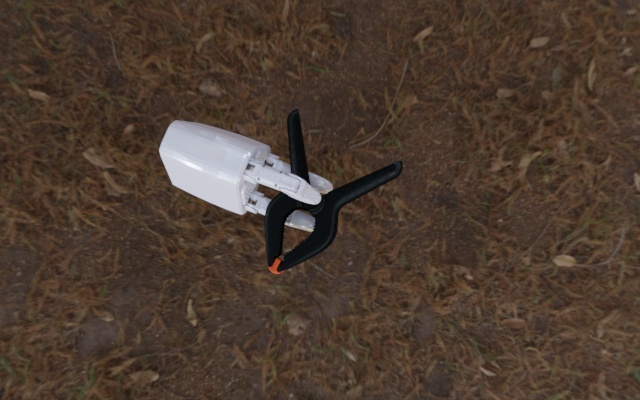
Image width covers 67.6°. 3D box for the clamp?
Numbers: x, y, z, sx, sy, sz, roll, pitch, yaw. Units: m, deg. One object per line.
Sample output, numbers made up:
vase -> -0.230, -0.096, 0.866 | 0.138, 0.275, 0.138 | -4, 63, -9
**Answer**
clamp -> 0.000, 0.002, 0.609 | 0.164, 0.210, 0.036 | 21, -8, 7
